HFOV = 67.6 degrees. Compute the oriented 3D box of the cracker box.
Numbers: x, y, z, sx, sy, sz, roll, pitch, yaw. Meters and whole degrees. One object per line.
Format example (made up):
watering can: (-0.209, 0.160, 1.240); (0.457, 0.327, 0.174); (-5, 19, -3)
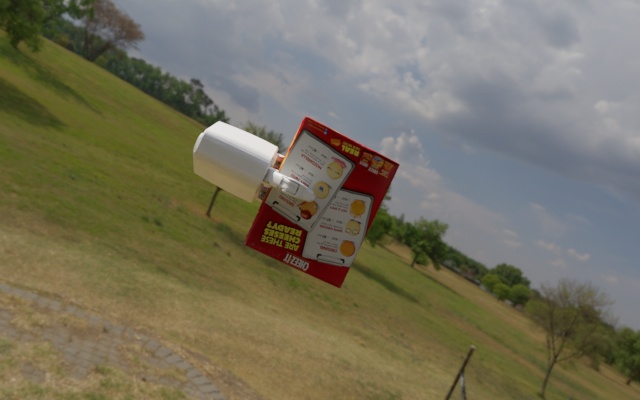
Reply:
cracker box: (0.000, 0.002, 0.746); (0.164, 0.213, 0.072); (26, -1, -7)
